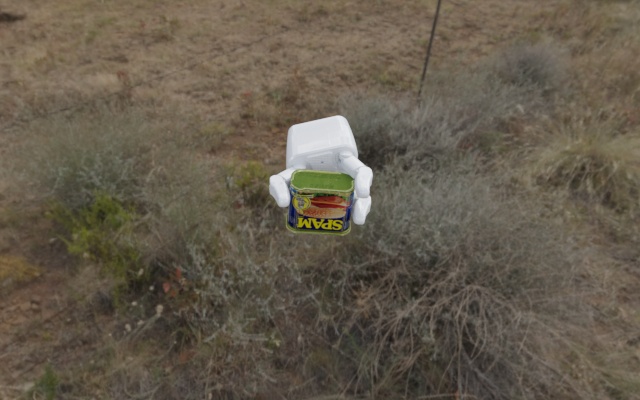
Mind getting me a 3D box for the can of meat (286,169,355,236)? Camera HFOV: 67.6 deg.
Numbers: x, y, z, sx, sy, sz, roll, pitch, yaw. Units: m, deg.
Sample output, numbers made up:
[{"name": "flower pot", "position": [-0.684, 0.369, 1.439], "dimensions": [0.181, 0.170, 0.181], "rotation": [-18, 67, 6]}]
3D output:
[{"name": "can of meat", "position": [0.000, 0.002, 0.729], "dimensions": [0.102, 0.084, 0.057], "rotation": [4, 38, -3]}]
